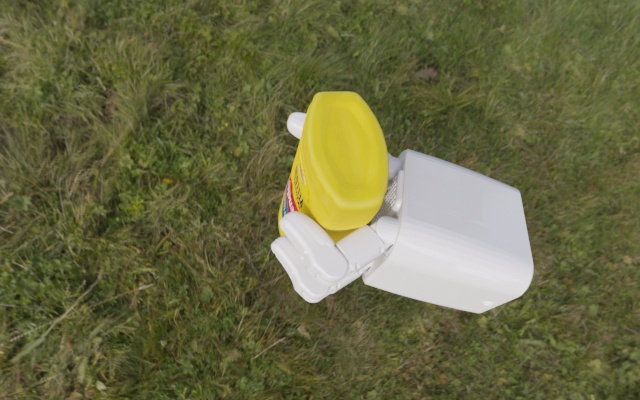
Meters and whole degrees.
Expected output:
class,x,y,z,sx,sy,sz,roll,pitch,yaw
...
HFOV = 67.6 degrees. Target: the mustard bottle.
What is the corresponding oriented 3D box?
class,x,y,z,sx,sy,sz,roll,pitch,yaw
mustard bottle,0.000,0.001,0.405,0.058,0.096,0.192,-5,-23,-15
